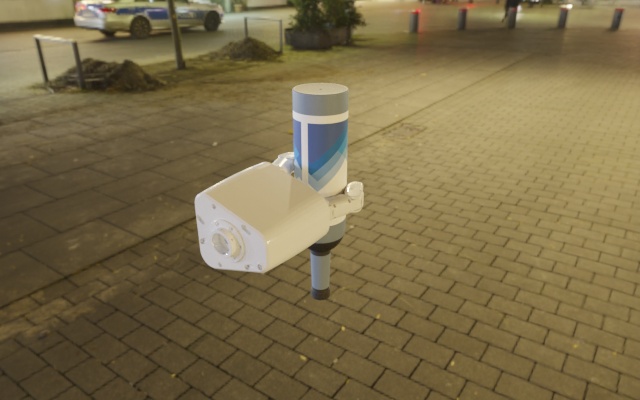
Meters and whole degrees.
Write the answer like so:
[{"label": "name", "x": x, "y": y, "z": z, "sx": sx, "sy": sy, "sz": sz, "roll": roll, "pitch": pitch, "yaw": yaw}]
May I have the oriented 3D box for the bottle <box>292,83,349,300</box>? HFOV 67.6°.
[{"label": "bottle", "x": 0.000, "y": 0.002, "z": 0.622, "sx": 0.069, "sy": 0.296, "sz": 0.069, "roll": 0, "pitch": 25, "yaw": 0}]
